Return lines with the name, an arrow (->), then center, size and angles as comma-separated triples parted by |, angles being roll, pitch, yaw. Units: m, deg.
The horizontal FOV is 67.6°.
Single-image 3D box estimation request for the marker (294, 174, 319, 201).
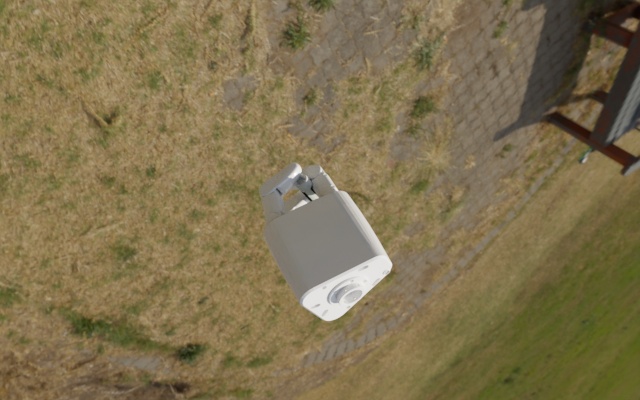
marker -> 0.000, 0.002, 0.638 | 0.020, 0.020, 0.121 | 0, -27, 28
